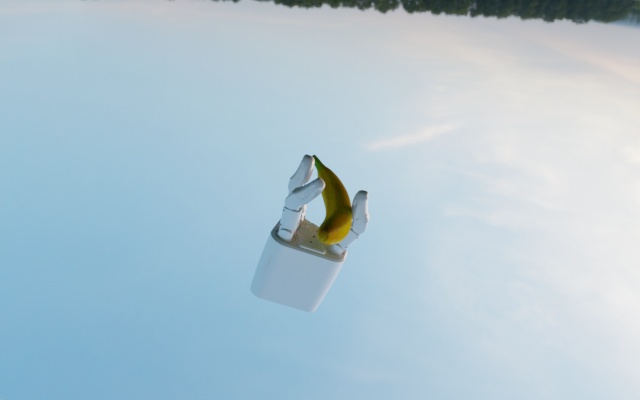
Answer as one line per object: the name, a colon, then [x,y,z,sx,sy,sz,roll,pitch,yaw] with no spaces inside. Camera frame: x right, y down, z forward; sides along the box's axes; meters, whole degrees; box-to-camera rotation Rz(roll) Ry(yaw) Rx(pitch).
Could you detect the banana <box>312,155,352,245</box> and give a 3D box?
banana: [0.015,0.009,0.663,0.070,0.037,0.197,29,25,-23]
